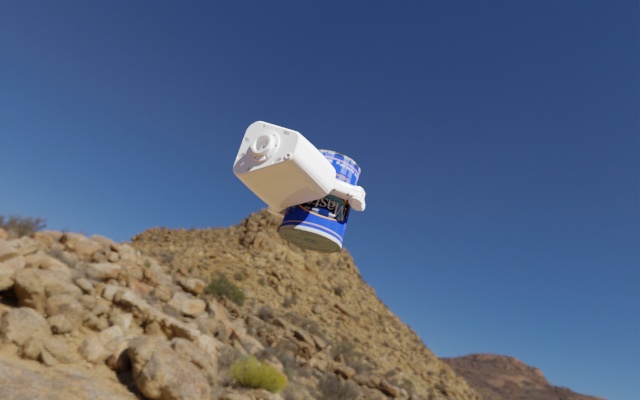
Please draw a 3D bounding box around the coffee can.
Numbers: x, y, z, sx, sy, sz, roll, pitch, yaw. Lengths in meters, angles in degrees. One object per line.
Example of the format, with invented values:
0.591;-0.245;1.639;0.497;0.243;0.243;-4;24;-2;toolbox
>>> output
0.000;0.003;0.782;0.103;0.140;0.103;14;-21;5;coffee can
